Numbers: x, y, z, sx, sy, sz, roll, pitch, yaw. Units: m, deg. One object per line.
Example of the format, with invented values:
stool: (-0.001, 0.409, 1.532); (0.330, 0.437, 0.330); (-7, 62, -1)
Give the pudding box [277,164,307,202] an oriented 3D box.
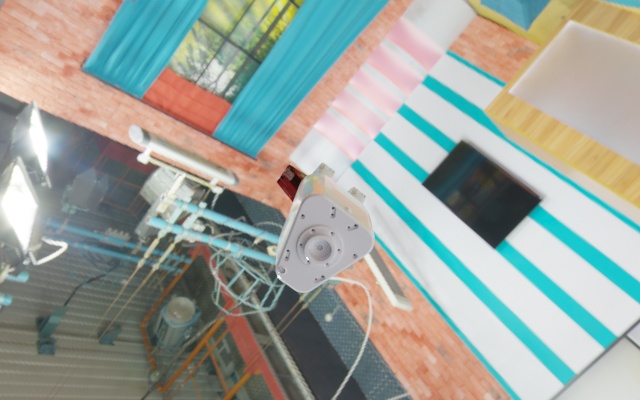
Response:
pudding box: (0.000, 0.002, 0.691); (0.113, 0.039, 0.090); (33, 10, -36)
